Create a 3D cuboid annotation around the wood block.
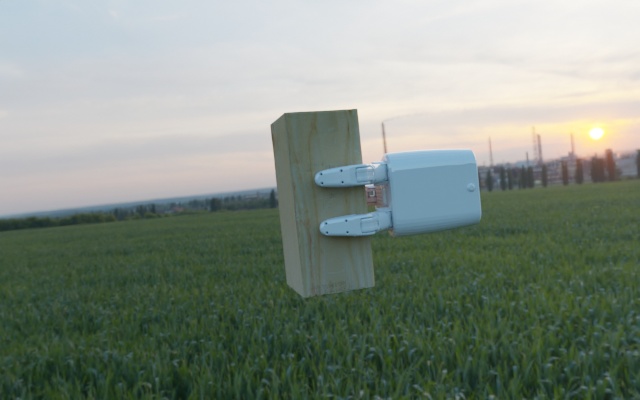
[{"bbox_3d":[0.000,0.002,0.579,0.090,0.206,0.091,-6,2,-15],"label":"wood block"}]
